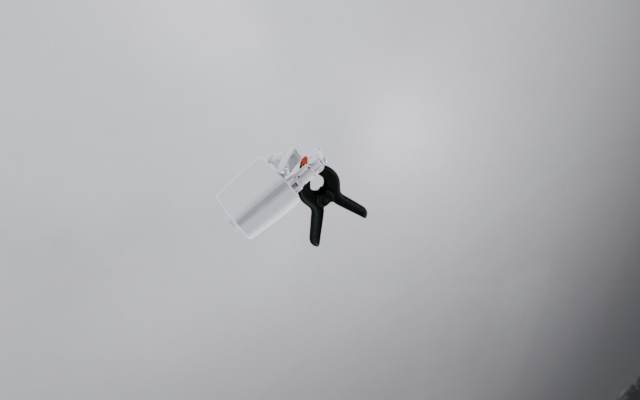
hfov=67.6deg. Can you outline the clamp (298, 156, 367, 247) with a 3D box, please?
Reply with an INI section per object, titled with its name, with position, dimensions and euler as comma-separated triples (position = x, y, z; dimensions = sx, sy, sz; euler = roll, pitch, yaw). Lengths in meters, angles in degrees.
[clamp]
position = 0.000, 0.003, 0.861
dimensions = 0.120, 0.171, 0.039
euler = -41, 28, -7
